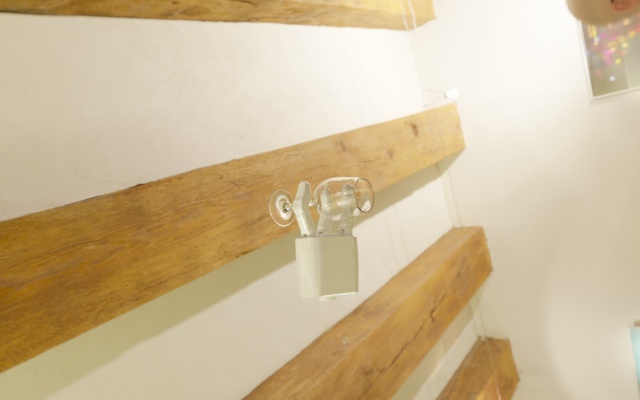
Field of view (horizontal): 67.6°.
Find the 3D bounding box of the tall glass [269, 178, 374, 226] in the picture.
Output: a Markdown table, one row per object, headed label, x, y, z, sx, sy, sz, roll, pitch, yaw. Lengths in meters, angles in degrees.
| label | x | y | z | sx | sy | sz | roll | pitch | yaw |
| --- | --- | --- | --- | --- | --- | --- | --- | --- | --- |
| tall glass | 0.000 | 0.003 | 0.888 | 0.201 | 0.079 | 0.079 | -10 | -6 | 39 |
